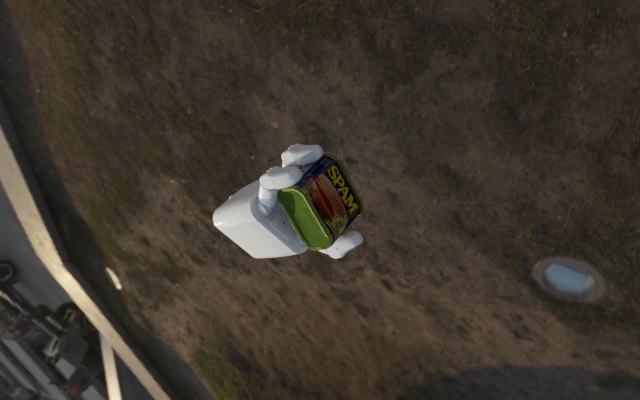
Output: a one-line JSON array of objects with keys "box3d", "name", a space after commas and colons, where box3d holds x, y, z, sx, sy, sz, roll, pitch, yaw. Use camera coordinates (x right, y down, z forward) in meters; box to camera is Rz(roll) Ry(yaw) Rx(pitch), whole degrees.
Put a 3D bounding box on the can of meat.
[{"box3d": [0.000, 0.002, 0.622, 0.057, 0.102, 0.084, -11, 26, 45], "name": "can of meat"}]
